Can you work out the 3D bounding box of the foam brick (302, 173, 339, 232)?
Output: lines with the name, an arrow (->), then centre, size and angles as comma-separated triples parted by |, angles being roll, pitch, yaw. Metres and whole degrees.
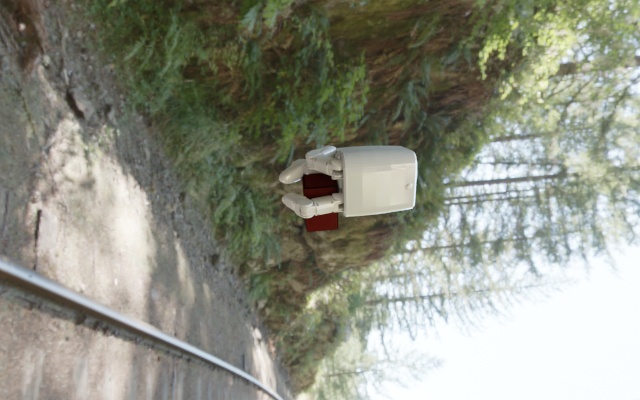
foam brick -> 0.000, 0.003, 0.742 | 0.051, 0.078, 0.053 | -5, 29, -4
